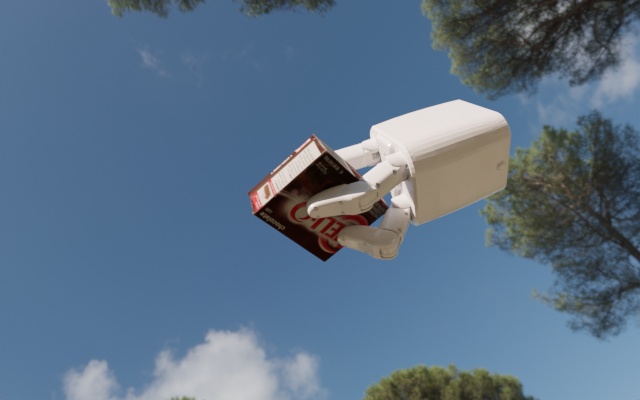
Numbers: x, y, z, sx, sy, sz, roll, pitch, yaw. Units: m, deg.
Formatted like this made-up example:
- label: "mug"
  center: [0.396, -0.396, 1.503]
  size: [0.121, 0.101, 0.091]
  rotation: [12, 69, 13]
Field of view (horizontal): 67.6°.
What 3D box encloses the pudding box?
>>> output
- label: "pudding box"
  center: [0.000, 0.001, 0.467]
  size: [0.113, 0.090, 0.039]
  rotation: [39, 16, -38]
